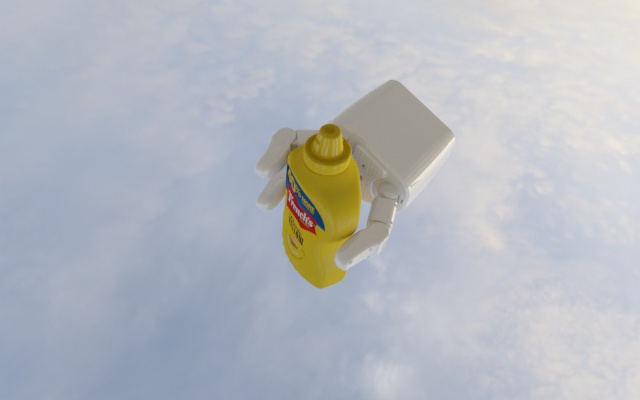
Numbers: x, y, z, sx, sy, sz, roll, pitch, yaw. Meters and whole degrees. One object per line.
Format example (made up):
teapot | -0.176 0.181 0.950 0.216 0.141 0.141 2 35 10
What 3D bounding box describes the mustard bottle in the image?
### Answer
mustard bottle | 0.000 0.002 0.462 0.058 0.096 0.192 -18 -33 -20
